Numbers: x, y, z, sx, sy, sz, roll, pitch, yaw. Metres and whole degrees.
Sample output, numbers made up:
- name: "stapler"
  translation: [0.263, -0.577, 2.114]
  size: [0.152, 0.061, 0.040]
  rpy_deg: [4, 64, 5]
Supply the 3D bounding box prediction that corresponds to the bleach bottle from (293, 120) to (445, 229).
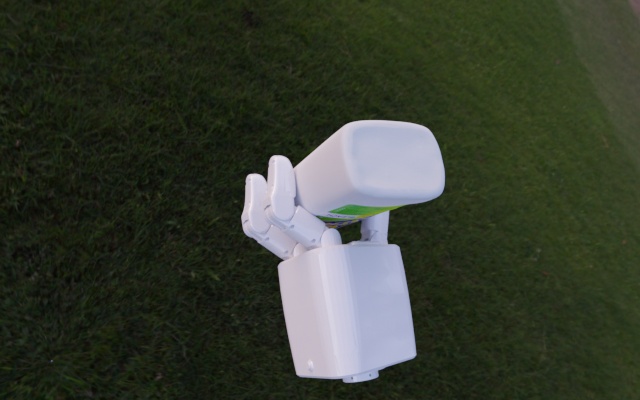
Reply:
- name: "bleach bottle"
  translation: [0.000, 0.002, 0.476]
  size: [0.102, 0.068, 0.251]
  rpy_deg: [-1, -16, -29]
